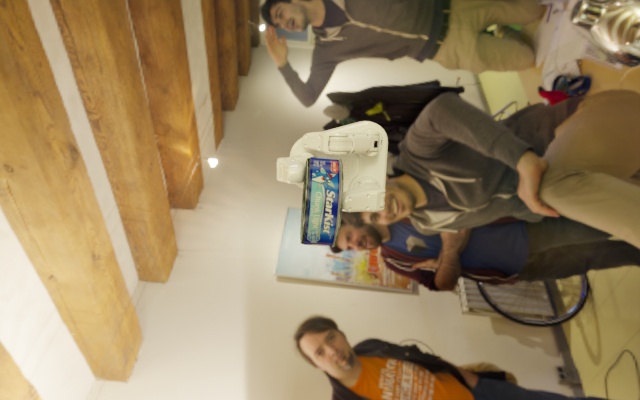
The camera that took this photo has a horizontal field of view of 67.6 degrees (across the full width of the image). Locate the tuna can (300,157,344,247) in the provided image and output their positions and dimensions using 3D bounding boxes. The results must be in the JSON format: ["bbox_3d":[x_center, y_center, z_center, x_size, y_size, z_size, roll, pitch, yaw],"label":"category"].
[{"bbox_3d":[-0.001,0.001,0.461,0.034,0.086,0.086,4,0,-4],"label":"tuna can"}]
